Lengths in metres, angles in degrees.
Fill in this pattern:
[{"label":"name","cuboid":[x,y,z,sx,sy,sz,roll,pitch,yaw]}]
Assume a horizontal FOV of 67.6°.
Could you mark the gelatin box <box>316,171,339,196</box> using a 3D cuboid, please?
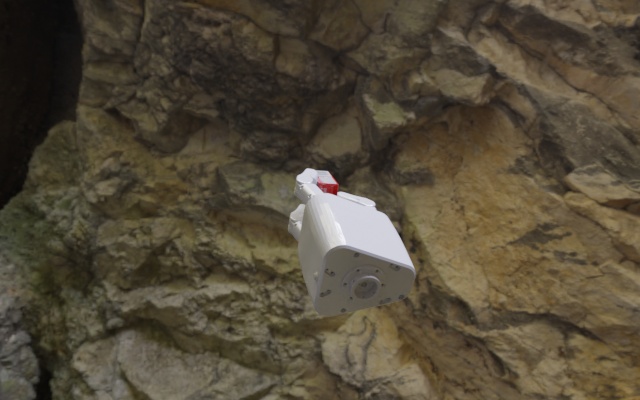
[{"label":"gelatin box","cuboid":[0.001,0.002,0.667,0.030,0.073,0.089,4,15,-9]}]
